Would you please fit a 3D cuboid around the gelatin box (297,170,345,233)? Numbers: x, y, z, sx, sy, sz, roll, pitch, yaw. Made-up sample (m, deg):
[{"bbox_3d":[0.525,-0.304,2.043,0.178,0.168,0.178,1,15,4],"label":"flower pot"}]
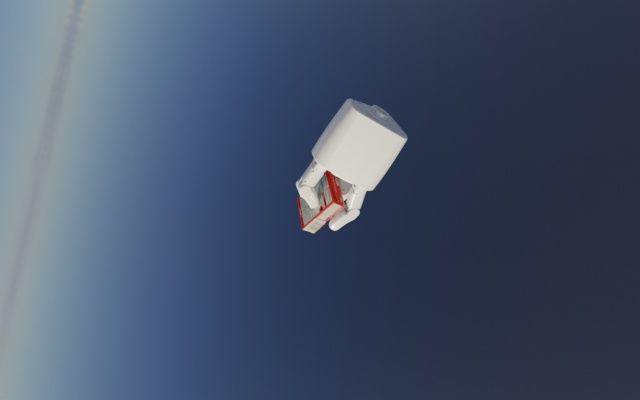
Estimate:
[{"bbox_3d":[0.000,0.003,0.834,0.030,0.073,0.089,22,-50,-35],"label":"gelatin box"}]
